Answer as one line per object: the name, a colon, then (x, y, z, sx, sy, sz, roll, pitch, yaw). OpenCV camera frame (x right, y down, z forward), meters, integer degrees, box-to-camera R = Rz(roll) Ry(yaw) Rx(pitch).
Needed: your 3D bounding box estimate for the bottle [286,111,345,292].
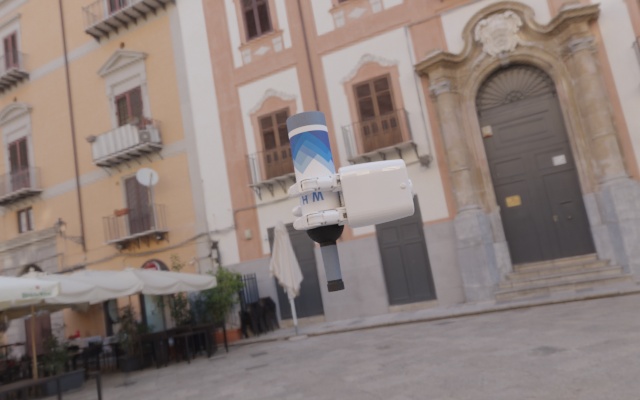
bottle: (0.000, 0.002, 0.793, 0.069, 0.295, 0.069, -10, -8, -1)
